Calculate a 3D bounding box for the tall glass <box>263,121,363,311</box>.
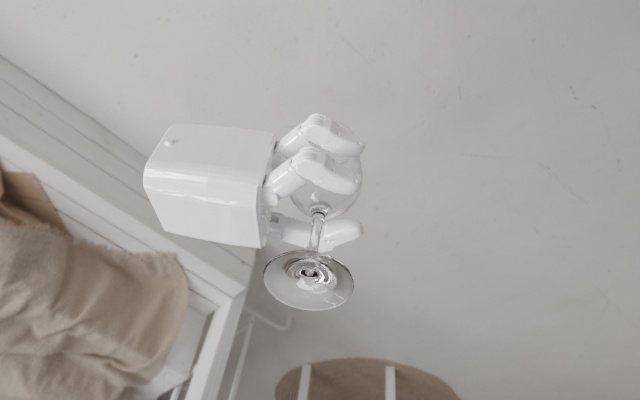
[{"bbox_3d":[0.000,0.002,0.458,0.079,0.079,0.200,0,41,8],"label":"tall glass"}]
